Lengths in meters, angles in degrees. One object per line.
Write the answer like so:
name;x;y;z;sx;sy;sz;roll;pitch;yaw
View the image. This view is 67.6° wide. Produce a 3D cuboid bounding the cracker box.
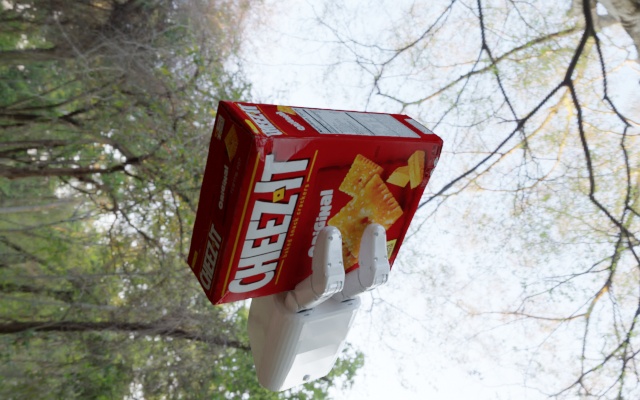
cracker box;0.000;0.001;0.448;0.213;0.164;0.072;-4;34;-37
